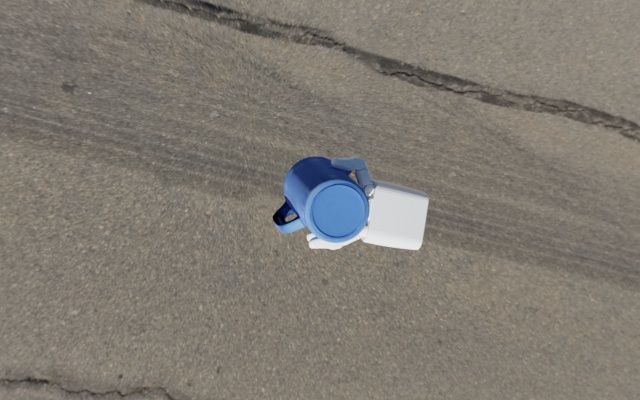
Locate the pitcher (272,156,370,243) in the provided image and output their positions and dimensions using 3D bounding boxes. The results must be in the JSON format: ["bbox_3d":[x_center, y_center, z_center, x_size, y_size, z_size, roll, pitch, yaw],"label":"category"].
[{"bbox_3d":[0.000,0.003,0.873,0.145,0.149,0.242,11,9,-11],"label":"pitcher"}]
